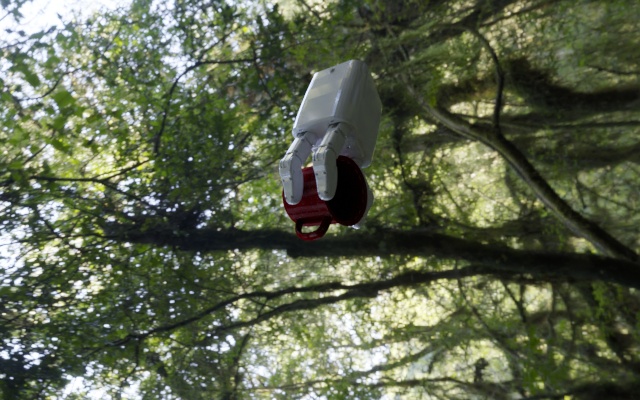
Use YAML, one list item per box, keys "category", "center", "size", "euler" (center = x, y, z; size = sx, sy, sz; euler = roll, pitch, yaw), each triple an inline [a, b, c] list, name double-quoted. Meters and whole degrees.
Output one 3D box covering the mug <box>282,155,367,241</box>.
- category: "mug"
  center: [0.000, 0.003, 0.635]
  size: [0.081, 0.117, 0.093]
  euler: [-9, -38, 41]
